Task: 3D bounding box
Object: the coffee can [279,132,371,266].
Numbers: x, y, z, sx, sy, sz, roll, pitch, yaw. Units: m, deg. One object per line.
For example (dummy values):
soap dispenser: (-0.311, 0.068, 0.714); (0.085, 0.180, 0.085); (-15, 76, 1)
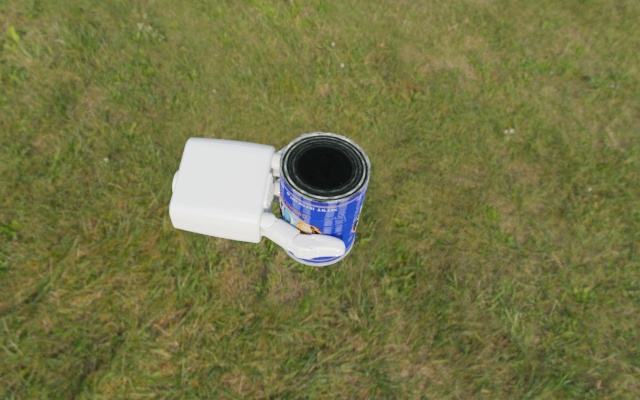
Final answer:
coffee can: (0.000, 0.002, 0.585); (0.103, 0.102, 0.140); (0, -36, -6)
